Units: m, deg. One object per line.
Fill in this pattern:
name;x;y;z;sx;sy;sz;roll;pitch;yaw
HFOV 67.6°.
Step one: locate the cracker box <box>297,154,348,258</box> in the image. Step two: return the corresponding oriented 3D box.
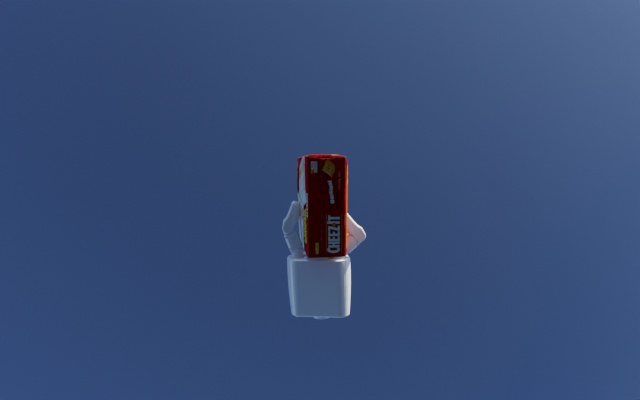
cracker box;0.000;0.003;0.850;0.072;0.164;0.213;-1;4;-7
